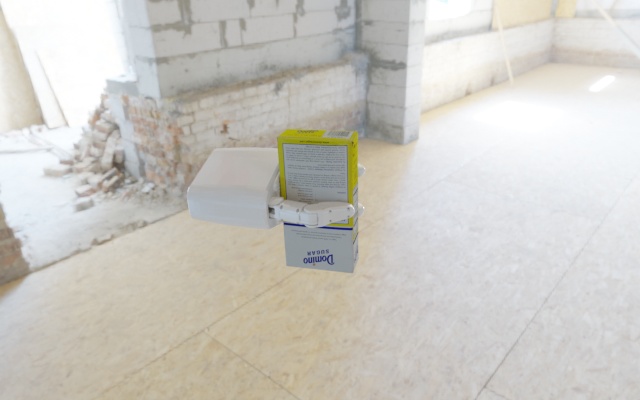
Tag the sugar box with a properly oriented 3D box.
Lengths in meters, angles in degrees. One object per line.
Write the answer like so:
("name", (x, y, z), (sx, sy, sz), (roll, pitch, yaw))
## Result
("sugar box", (0.000, 0.002, 0.599), (0.093, 0.176, 0.048), (5, 26, 14))
